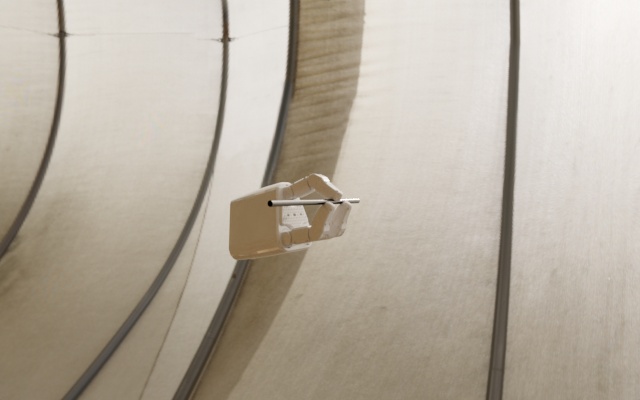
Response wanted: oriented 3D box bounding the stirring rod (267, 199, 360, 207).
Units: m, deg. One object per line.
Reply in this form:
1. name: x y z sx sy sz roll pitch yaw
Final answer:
1. stirring rod: 0.000 0.002 0.681 0.011 0.011 0.239 0 1 31
